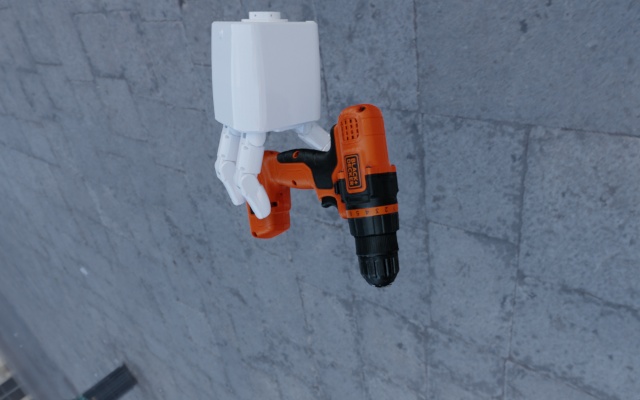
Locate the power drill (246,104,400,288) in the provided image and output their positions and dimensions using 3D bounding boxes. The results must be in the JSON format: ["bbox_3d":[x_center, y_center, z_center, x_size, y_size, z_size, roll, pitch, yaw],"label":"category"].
[{"bbox_3d":[0.000,0.001,0.525,0.187,0.184,0.057,-6,0,39],"label":"power drill"}]
